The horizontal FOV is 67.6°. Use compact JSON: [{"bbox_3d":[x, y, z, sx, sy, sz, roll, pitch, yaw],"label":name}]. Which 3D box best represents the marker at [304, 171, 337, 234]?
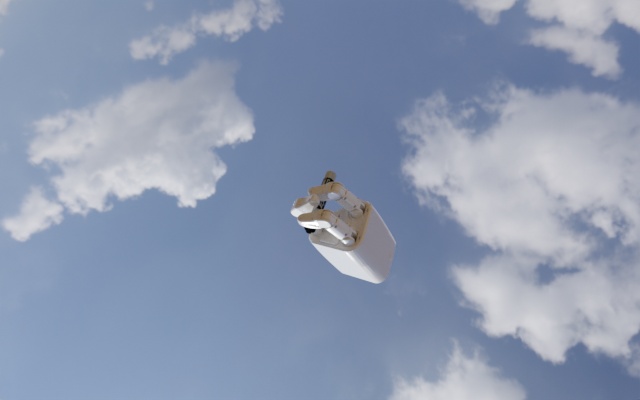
[{"bbox_3d":[0.000,0.002,0.771,0.020,0.121,0.020,15,-34,10],"label":"marker"}]
